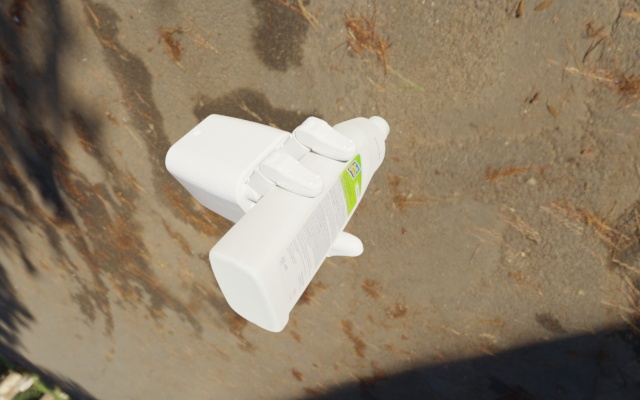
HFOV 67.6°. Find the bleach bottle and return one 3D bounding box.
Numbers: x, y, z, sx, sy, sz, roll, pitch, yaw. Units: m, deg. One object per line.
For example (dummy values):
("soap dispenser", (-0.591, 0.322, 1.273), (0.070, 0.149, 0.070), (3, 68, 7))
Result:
("bleach bottle", (0.000, 0.002, 0.480), (0.068, 0.103, 0.250), (20, 51, 27))
